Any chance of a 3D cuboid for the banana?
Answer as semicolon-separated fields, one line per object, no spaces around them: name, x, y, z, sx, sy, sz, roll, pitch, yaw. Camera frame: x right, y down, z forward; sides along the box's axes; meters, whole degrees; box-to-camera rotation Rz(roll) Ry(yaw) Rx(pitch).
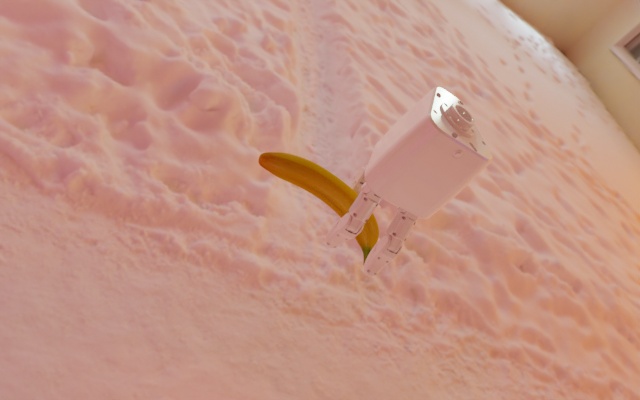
banana;0.010;-0.005;0.615;0.037;0.198;0.069;-46;3;38
